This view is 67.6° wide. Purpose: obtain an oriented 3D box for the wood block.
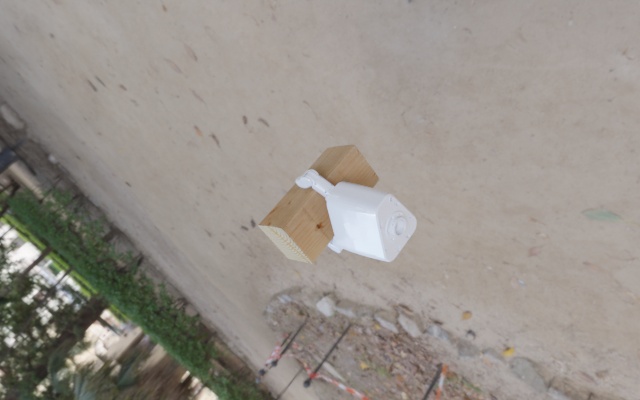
[{"bbox_3d":[0.000,0.003,0.858,0.206,0.091,0.090,-50,26,-23],"label":"wood block"}]
